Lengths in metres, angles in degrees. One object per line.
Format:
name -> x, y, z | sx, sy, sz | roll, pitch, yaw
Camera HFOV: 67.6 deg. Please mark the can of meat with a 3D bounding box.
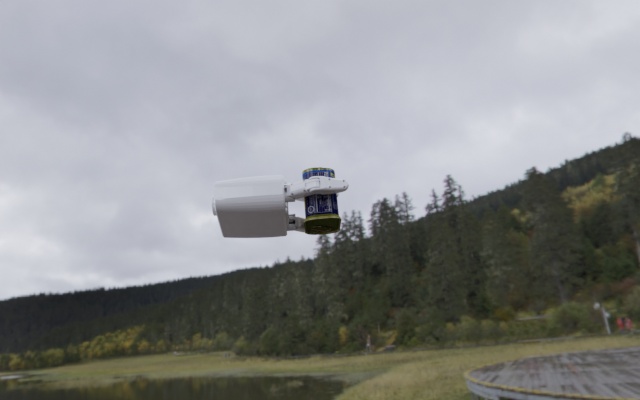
can of meat -> 0.000, 0.002, 0.765 | 0.057, 0.084, 0.102 | -5, -17, -1
